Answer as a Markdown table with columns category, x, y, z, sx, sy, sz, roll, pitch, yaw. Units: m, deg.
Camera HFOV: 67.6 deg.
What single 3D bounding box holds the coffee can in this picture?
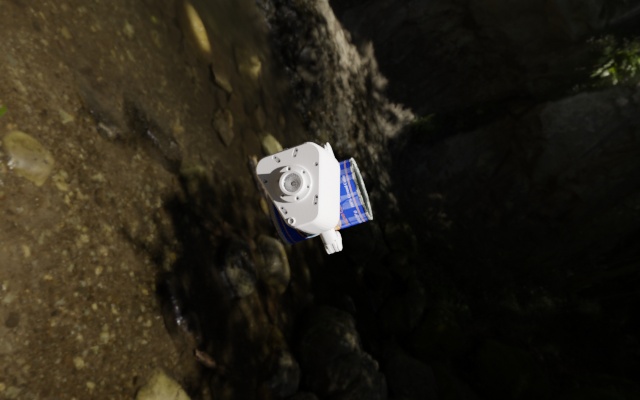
| category | x | y | z | sx | sy | sz | roll | pitch | yaw |
| --- | --- | --- | --- | --- | --- | --- | --- | --- | --- |
| coffee can | 0.000 | 0.003 | 0.761 | 0.140 | 0.103 | 0.103 | -18 | -4 | 11 |
